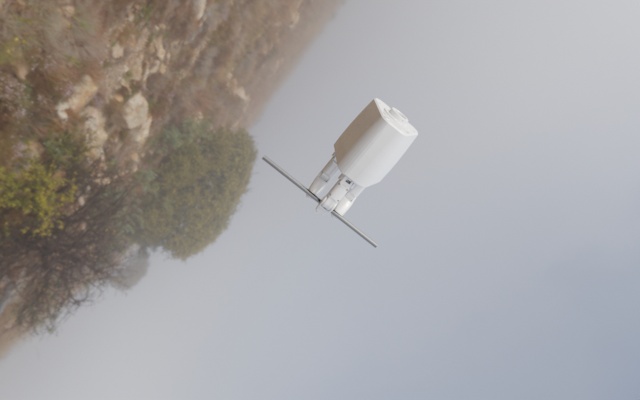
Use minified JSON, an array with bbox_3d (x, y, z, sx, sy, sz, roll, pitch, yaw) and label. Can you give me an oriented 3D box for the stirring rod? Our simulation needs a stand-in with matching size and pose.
[{"bbox_3d":[0.000,0.003,0.793,0.239,0.011,0.011,38,-4,-5],"label":"stirring rod"}]
